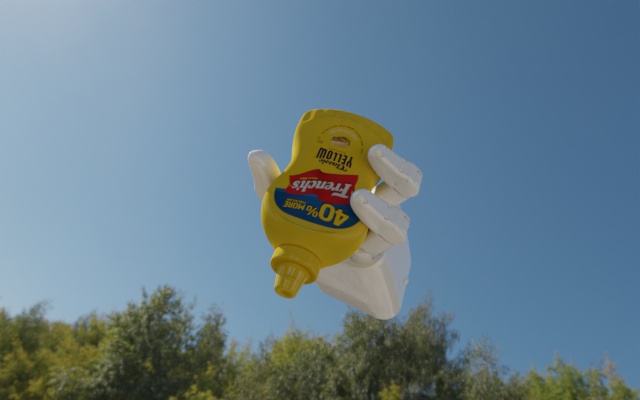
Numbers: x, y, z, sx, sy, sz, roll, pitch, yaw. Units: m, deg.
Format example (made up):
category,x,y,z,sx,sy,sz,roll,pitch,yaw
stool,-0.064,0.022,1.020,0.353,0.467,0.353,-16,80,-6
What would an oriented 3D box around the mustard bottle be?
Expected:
category,x,y,z,sx,sy,sz,roll,pitch,yaw
mustard bottle,0.000,0.001,0.431,0.096,0.191,0.058,18,-36,5
